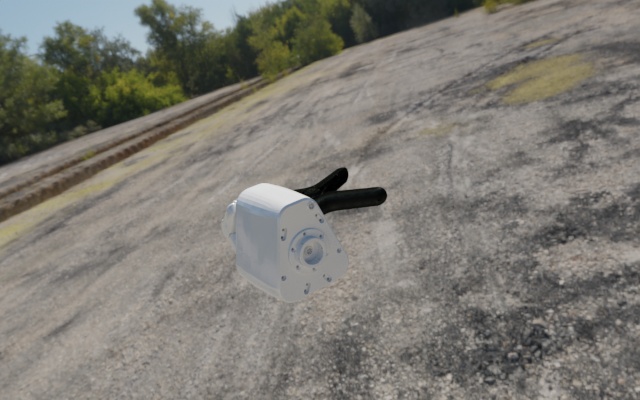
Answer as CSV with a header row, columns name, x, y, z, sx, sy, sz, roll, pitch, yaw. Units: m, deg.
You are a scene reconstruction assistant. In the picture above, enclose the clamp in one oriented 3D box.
name,x,y,z,sx,sy,sz,roll,pitch,yaw
clamp,0.000,0.002,0.638,0.171,0.039,0.120,-26,23,-26
